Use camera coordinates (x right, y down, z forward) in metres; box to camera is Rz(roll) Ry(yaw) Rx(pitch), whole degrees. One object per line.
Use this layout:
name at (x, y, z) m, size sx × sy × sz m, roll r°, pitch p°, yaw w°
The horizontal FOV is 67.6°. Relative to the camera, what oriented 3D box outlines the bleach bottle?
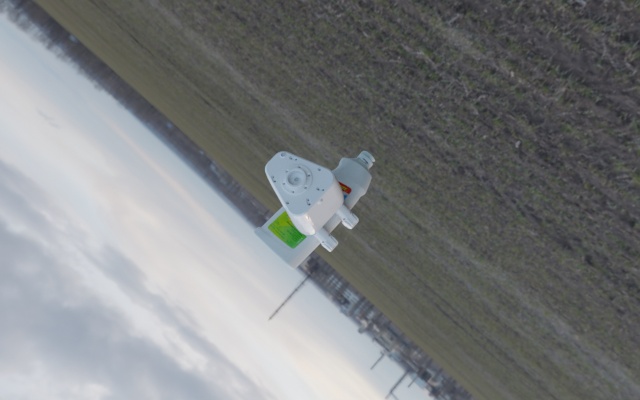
bleach bottle at (0.000, 0.003, 0.874) m, size 0.102 × 0.251 × 0.068 m, roll 40°, pitch -8°, yaw 18°
